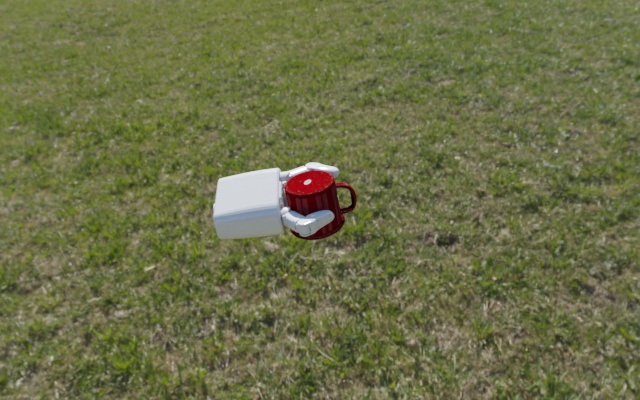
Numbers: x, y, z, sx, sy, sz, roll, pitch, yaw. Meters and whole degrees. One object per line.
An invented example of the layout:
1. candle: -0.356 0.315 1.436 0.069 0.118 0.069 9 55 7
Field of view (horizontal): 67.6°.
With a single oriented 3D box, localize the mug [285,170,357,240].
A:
1. mug: 0.002 0.002 0.772 0.117 0.081 0.093 -9 31 4
